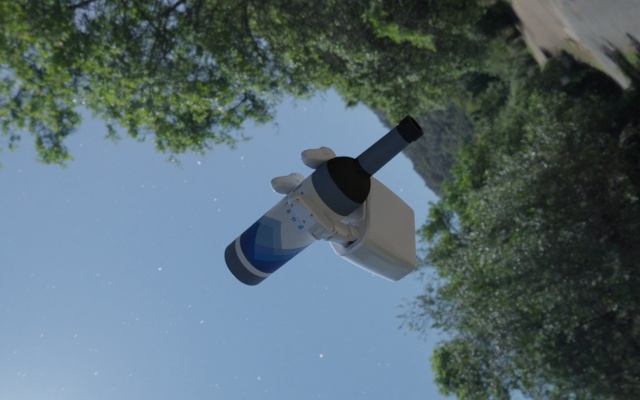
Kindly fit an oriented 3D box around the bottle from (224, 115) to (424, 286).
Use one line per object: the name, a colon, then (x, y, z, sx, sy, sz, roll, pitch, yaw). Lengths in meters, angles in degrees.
bottle: (0.000, 0.002, 0.578, 0.296, 0.069, 0.069, -39, -19, 26)
